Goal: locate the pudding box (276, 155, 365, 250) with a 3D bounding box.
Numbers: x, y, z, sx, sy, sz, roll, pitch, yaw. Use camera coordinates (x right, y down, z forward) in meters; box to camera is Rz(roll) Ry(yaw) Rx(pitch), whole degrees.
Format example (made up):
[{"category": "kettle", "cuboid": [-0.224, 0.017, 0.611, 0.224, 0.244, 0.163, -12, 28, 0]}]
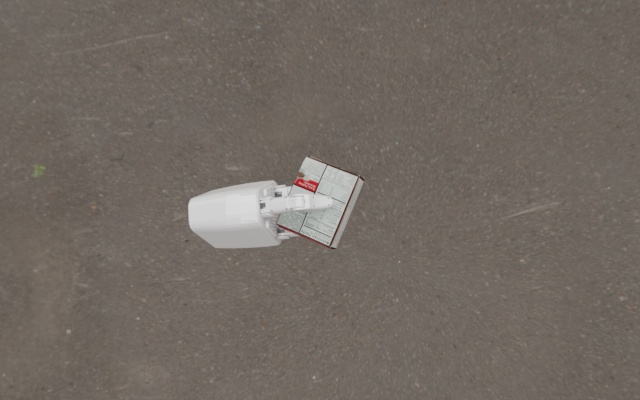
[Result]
[{"category": "pudding box", "cuboid": [0.000, 0.002, 0.684, 0.090, 0.113, 0.039, 23, 0, 16]}]
